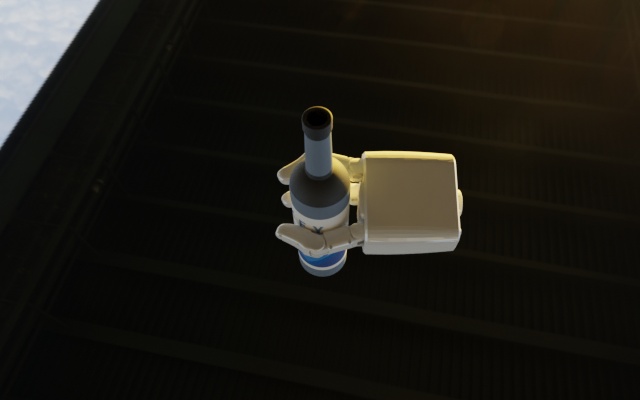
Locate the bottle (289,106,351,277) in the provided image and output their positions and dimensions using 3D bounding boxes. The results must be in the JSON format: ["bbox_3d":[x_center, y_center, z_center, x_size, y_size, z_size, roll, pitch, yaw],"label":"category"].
[{"bbox_3d":[0.000,0.002,0.547,0.069,0.069,0.296,0,-30,1],"label":"bottle"}]
